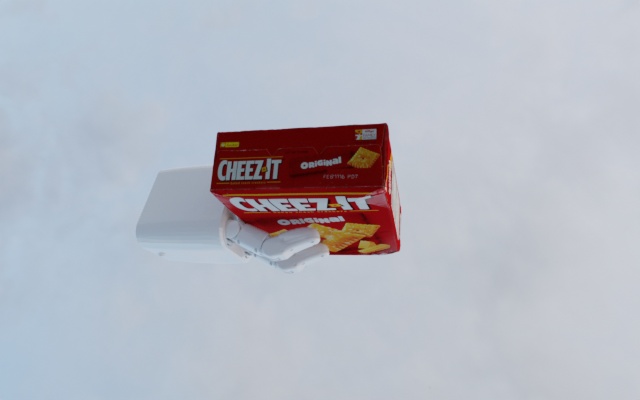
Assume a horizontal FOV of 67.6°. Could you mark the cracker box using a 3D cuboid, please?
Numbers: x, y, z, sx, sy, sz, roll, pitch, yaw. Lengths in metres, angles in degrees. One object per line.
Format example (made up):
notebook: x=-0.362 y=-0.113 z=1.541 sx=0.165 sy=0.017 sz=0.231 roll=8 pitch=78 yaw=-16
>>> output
cracker box: x=0.000 y=0.002 z=0.520 sx=0.164 sy=0.072 sz=0.214 roll=-2 pitch=-21 yaw=12
